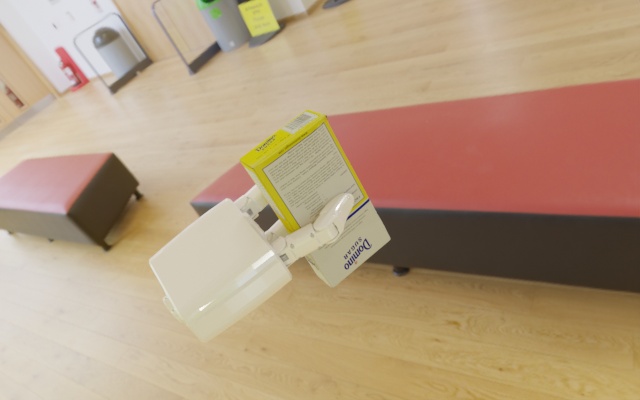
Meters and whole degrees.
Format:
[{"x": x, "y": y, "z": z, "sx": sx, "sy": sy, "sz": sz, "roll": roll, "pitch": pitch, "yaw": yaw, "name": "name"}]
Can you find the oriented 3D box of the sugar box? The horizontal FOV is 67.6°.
[{"x": 0.000, "y": 0.002, "z": 0.515, "sx": 0.093, "sy": 0.176, "sz": 0.048, "roll": -38, "pitch": 33, "yaw": -13, "name": "sugar box"}]
